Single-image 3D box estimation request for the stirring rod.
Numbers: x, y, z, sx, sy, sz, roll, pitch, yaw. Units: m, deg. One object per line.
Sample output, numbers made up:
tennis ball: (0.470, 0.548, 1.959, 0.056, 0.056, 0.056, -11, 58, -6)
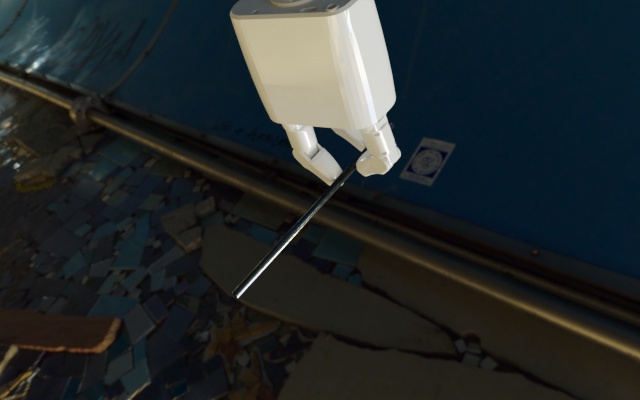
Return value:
stirring rod: (0.000, 0.002, 0.465, 0.239, 0.011, 0.011, -48, 22, -22)
